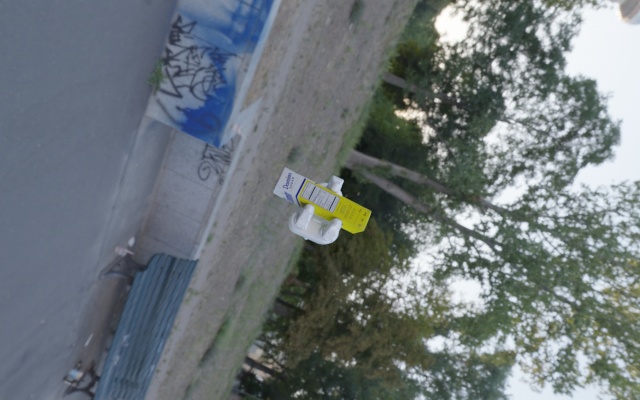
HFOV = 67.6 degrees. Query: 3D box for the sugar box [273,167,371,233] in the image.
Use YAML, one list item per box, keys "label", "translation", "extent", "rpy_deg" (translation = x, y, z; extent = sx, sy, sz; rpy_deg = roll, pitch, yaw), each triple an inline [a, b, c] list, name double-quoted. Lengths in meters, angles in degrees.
- label: "sugar box"
  translation: [0.000, 0.003, 0.879]
  extent: [0.176, 0.048, 0.093]
  rpy_deg: [24, -10, -4]
